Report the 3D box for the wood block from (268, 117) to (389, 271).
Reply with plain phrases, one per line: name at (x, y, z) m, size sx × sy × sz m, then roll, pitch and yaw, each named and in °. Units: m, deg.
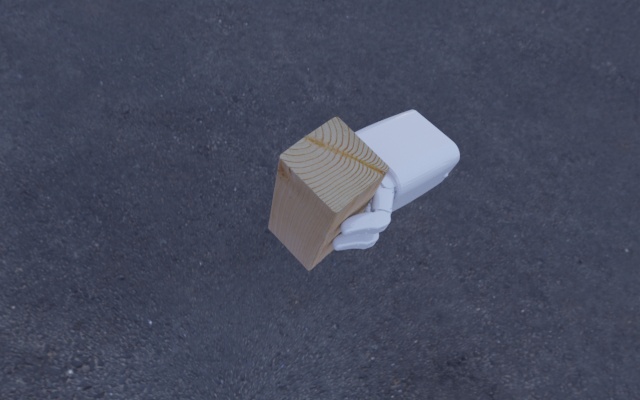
wood block at (0.000, 0.001, 0.608) m, size 0.090 × 0.091 × 0.206 m, roll -38°, pitch -14°, yaw -23°
